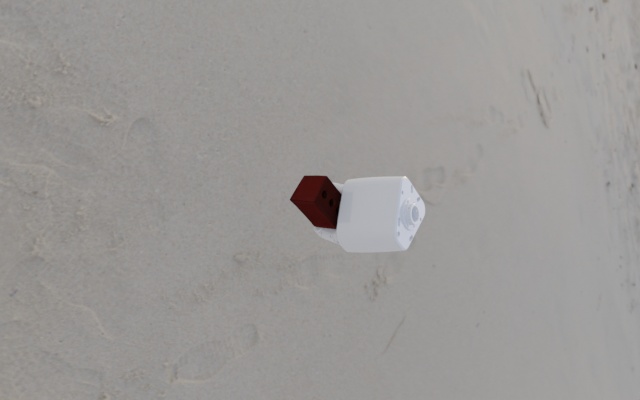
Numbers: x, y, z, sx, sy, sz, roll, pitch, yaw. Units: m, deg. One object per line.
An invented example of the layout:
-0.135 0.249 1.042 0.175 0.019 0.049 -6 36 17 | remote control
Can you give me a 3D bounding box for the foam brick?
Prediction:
0.000 0.002 0.771 0.051 0.053 0.078 4 -33 42 | foam brick
